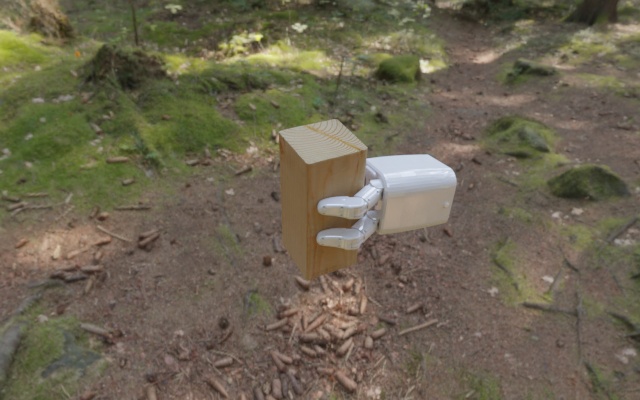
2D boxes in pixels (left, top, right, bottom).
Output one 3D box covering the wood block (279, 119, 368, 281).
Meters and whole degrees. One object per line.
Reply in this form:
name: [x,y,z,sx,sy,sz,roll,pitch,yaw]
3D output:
wood block: [0.000,0.002,0.682,0.090,0.206,0.090,-16,41,-21]
